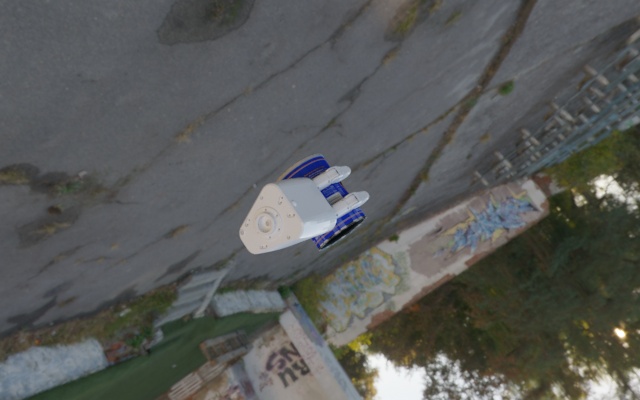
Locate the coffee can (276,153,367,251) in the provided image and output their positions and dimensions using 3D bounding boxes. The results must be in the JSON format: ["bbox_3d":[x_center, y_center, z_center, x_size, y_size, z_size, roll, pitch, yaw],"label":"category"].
[{"bbox_3d":[0.000,0.003,0.840,0.103,0.140,0.103,-34,-12,-8],"label":"coffee can"}]
